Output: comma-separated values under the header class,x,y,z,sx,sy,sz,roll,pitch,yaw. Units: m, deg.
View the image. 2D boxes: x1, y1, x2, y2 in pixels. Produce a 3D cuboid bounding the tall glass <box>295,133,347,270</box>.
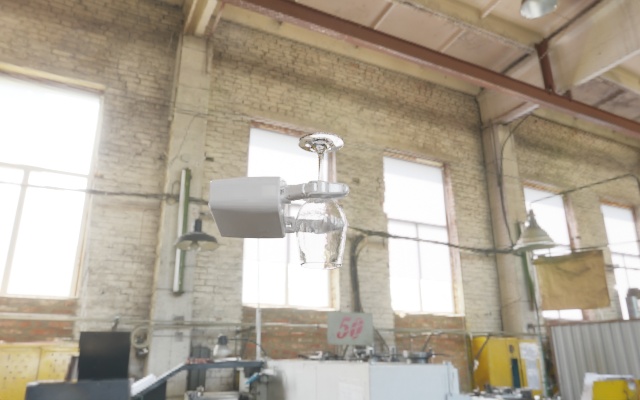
class,x,y,z,sx,sy,sz,roll,pitch,yaw
tall glass,0.000,0.002,0.734,0.079,0.201,0.079,0,-18,0
